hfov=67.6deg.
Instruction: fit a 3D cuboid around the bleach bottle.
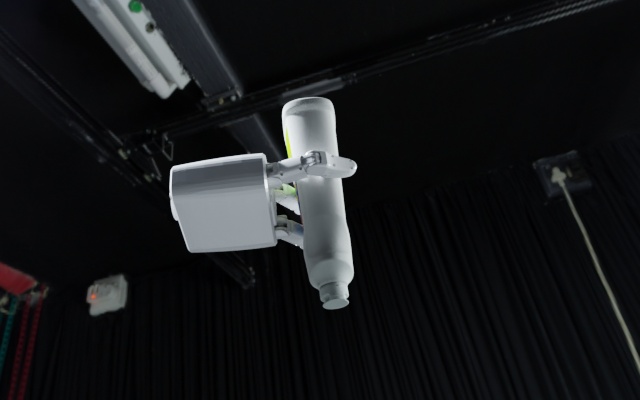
[{"bbox_3d":[0.000,0.002,0.569,0.068,0.250,0.103,-7,-33,-3],"label":"bleach bottle"}]
